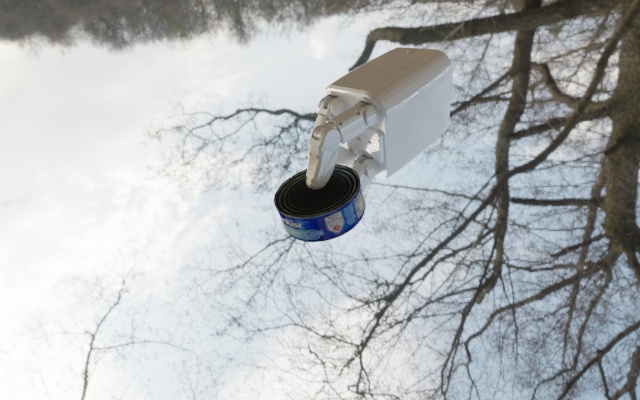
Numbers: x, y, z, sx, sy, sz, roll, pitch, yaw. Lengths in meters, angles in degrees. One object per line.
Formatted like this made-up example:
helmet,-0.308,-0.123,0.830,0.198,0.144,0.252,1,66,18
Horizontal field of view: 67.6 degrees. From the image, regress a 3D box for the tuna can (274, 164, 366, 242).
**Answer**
tuna can,0.000,0.002,0.467,0.086,0.034,0.086,-12,34,8
